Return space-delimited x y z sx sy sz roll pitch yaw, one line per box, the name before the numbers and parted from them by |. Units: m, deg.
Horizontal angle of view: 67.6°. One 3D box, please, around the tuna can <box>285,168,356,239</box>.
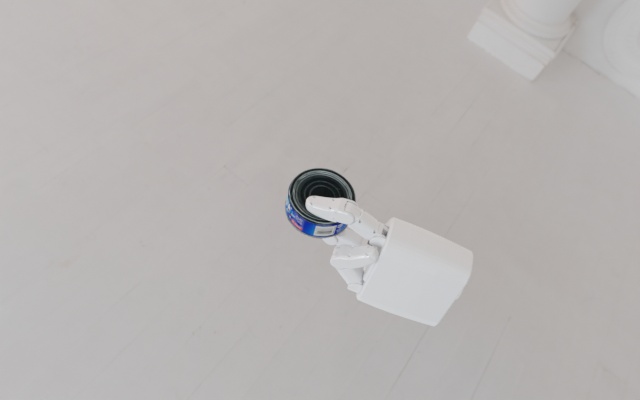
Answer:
tuna can | 0.000 0.002 0.591 0.086 0.086 0.034 0 -34 -11
